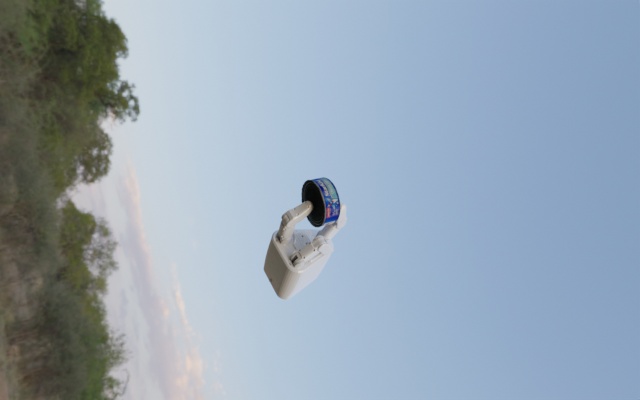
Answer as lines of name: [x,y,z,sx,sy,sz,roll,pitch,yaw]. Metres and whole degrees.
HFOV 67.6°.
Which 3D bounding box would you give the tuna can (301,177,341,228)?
tuna can: [0.001,0.003,0.843,0.034,0.086,0.086,-13,6,-27]
